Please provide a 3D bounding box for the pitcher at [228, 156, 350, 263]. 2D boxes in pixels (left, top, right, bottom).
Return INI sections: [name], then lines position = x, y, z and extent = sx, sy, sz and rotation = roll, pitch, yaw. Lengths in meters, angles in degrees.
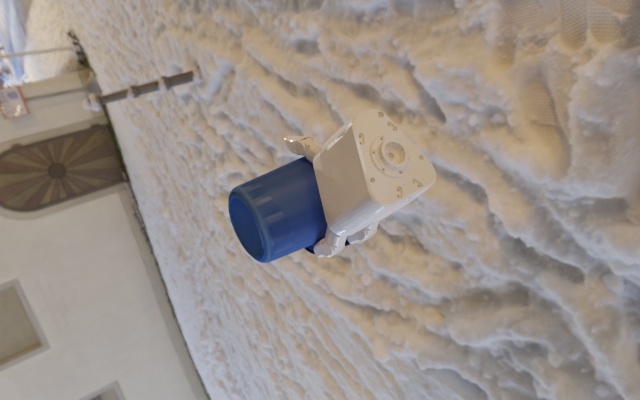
[pitcher]
position = 0.000, 0.002, 0.679
extent = 0.243, 0.149, 0.145
rotation = -24, -5, -29
